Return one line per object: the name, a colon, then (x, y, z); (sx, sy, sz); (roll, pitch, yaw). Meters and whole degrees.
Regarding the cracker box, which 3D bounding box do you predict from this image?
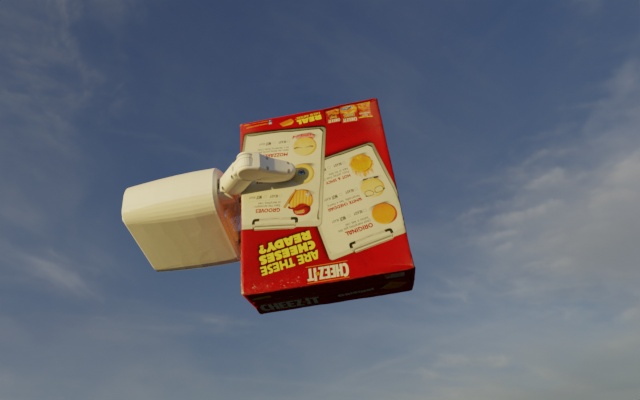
cracker box: (0.000, 0.001, 0.518); (0.164, 0.213, 0.072); (-10, -32, 5)
